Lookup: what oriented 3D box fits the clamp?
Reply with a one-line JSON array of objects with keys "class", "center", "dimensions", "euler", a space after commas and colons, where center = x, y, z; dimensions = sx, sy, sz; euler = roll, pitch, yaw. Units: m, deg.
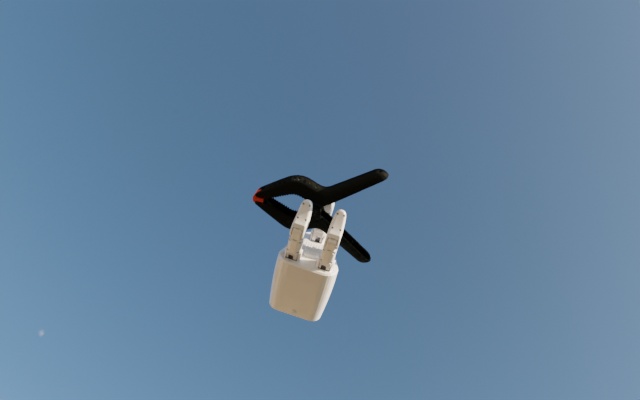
[{"class": "clamp", "center": [0.000, 0.002, 0.753], "dimensions": [0.210, 0.165, 0.036], "euler": [17, 27, 2]}]
